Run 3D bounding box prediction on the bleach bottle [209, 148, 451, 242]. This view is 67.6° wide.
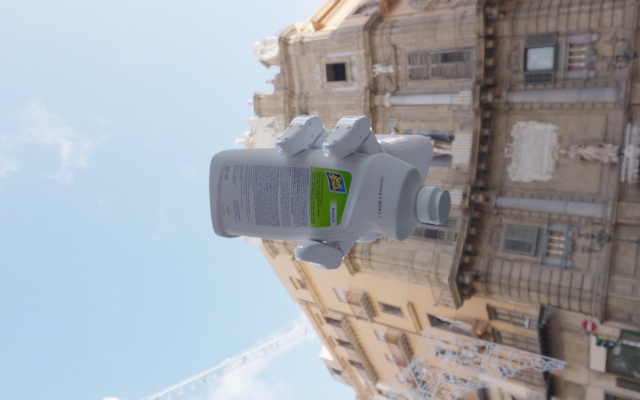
[{"bbox_3d":[0.000,0.001,0.465,0.251,0.102,0.068,7,14,35],"label":"bleach bottle"}]
